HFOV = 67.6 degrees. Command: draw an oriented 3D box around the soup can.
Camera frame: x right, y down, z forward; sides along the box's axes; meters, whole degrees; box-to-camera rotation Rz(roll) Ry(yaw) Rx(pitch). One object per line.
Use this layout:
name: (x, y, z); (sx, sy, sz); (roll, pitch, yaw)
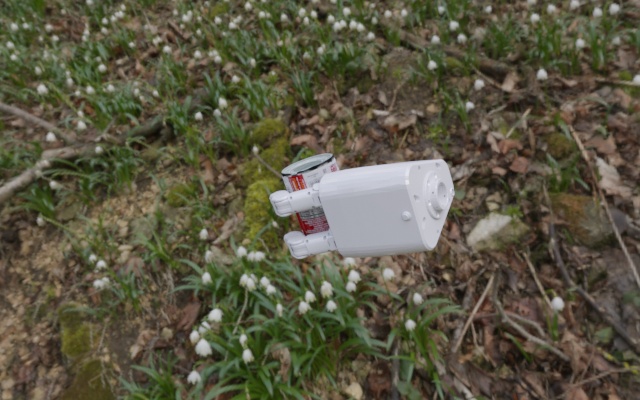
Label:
soup can: (0.000, 0.002, 0.579); (0.068, 0.102, 0.068); (-18, 15, 5)
